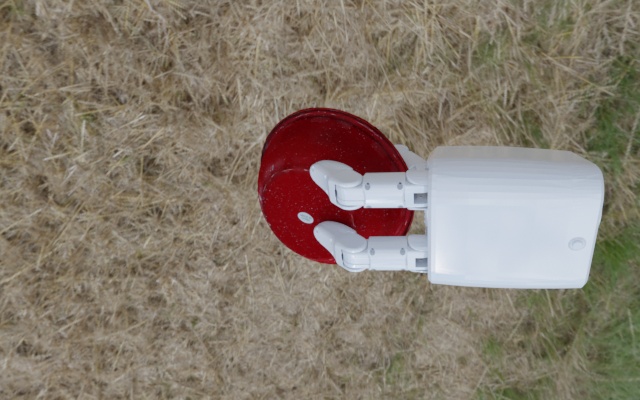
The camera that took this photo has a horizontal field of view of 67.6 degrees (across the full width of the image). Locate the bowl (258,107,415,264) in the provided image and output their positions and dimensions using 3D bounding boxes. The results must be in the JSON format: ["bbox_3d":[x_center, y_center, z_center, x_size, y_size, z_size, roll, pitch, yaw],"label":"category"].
[{"bbox_3d":[-0.001,0.002,0.433,0.162,0.162,0.055,0,28,31],"label":"bowl"}]
